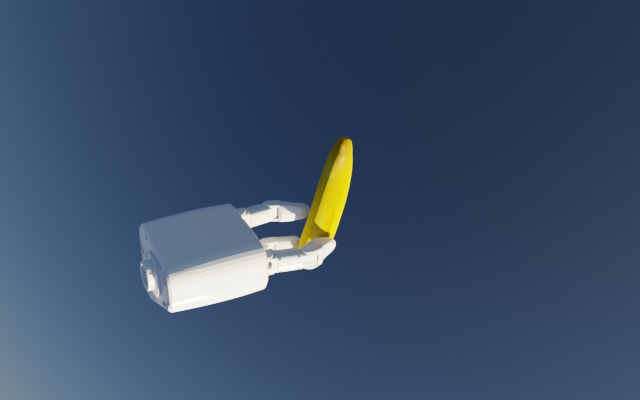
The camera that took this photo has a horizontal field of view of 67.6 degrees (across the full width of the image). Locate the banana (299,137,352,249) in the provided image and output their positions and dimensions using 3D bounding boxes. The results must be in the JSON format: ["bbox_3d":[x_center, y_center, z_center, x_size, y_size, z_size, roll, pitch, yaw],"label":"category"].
[{"bbox_3d":[0.001,0.017,0.596,0.037,0.198,0.069,8,39,-16],"label":"banana"}]
